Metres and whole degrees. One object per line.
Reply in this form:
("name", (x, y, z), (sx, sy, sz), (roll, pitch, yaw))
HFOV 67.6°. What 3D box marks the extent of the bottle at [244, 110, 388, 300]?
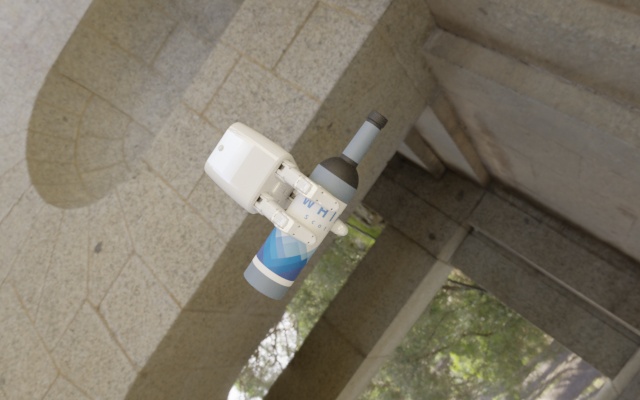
("bottle", (0.000, 0.002, 0.677), (0.069, 0.296, 0.069), (34, 5, -3))
